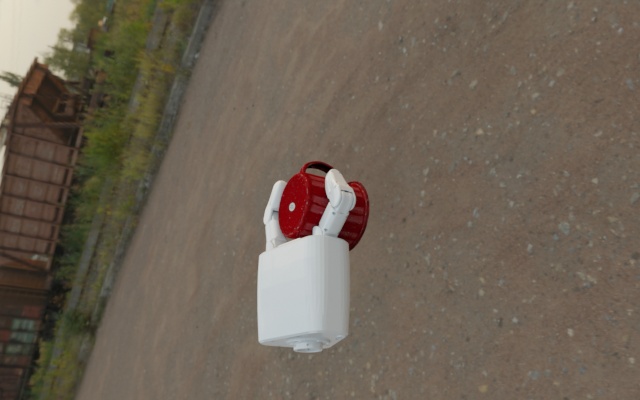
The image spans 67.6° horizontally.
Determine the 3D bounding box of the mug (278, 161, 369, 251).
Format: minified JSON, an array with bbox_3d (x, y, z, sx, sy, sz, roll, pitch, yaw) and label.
[{"bbox_3d":[0.000,0.001,0.592,0.081,0.117,0.093,13,-30,-28],"label":"mug"}]
